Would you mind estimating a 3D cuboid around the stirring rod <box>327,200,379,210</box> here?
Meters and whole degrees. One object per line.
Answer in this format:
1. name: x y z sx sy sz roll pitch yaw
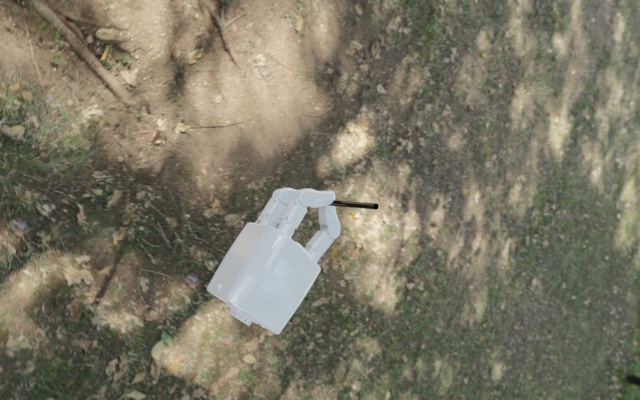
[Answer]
1. stirring rod: 0.000 0.002 0.668 0.011 0.011 0.239 0 2 -33
